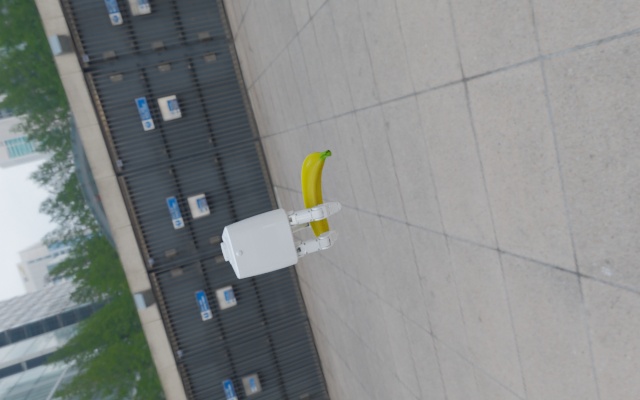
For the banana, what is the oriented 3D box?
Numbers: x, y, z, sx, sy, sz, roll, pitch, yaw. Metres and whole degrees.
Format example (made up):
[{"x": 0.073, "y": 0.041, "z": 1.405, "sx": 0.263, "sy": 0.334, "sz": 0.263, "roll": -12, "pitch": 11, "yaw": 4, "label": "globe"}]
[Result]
[{"x": -0.008, "y": -0.008, "z": 0.870, "sx": 0.037, "sy": 0.198, "sz": 0.069, "roll": -15, "pitch": 32, "yaw": -21, "label": "banana"}]
